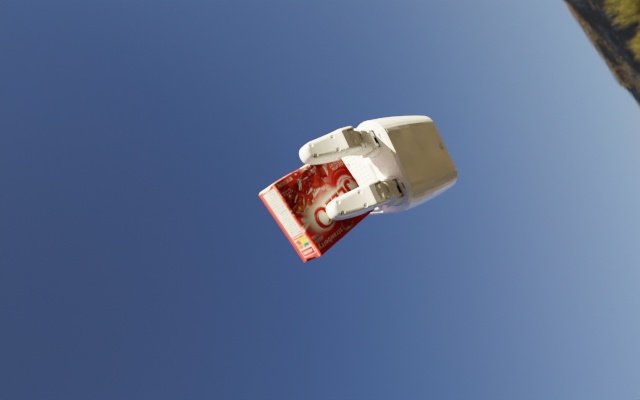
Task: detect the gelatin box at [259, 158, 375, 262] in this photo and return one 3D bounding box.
[{"bbox_3d":[0.000,0.002,0.434,0.089,0.073,0.030,-36,3,-41],"label":"gelatin box"}]
